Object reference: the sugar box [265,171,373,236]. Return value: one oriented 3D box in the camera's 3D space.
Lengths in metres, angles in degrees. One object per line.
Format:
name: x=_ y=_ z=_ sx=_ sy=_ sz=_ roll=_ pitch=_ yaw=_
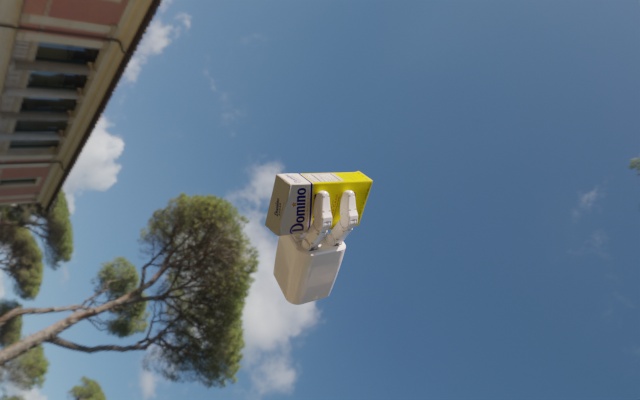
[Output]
sugar box: x=0.001 y=0.003 z=0.785 sx=0.176 sy=0.093 sz=0.048 roll=-7 pitch=31 yaw=-41
